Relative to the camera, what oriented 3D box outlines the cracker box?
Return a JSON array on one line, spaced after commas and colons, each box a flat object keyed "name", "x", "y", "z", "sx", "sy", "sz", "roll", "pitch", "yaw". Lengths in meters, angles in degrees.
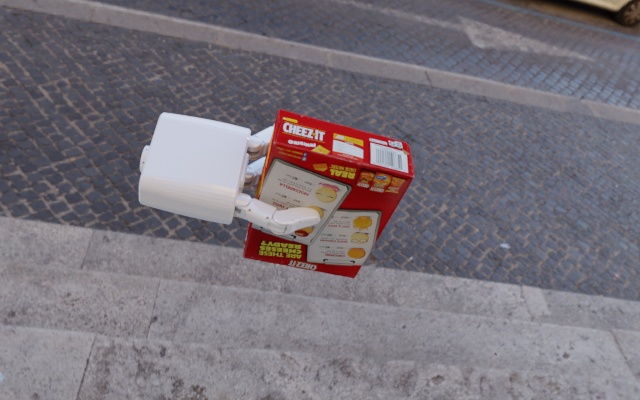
[{"name": "cracker box", "x": 0.000, "y": 0.002, "z": 0.610, "sx": 0.164, "sy": 0.072, "sz": 0.214, "roll": 12, "pitch": -44, "yaw": -10}]
